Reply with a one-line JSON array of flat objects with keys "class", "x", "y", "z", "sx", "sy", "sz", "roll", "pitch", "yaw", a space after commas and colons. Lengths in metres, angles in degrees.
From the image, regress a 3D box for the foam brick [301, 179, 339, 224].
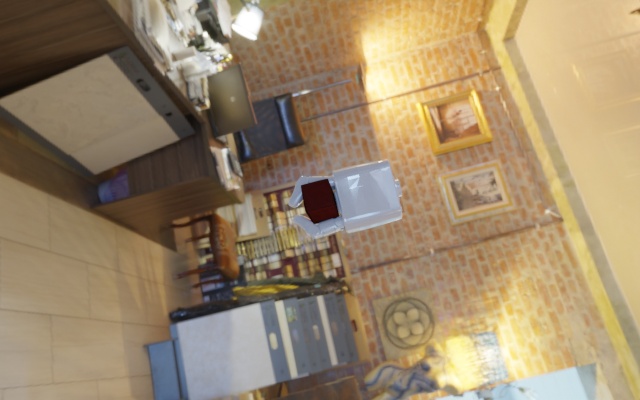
[{"class": "foam brick", "x": 0.000, "y": 0.003, "z": 0.851, "sx": 0.051, "sy": 0.053, "sz": 0.078, "roll": -14, "pitch": -21, "yaw": 5}]
